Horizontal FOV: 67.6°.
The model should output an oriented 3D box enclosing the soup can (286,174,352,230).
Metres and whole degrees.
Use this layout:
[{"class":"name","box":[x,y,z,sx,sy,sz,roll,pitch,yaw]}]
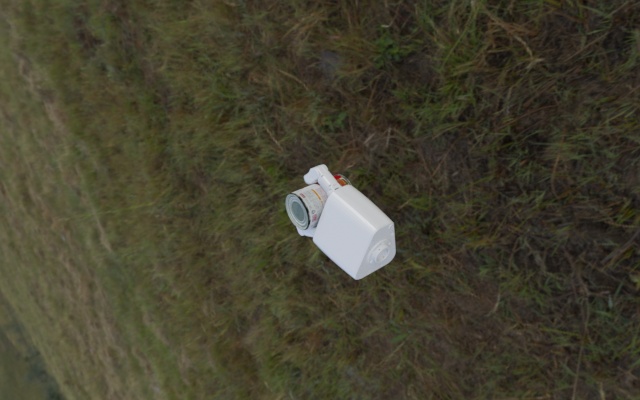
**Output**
[{"class":"soup can","box":[0.000,0.002,0.819,0.102,0.068,0.068,-23,12,-31]}]
